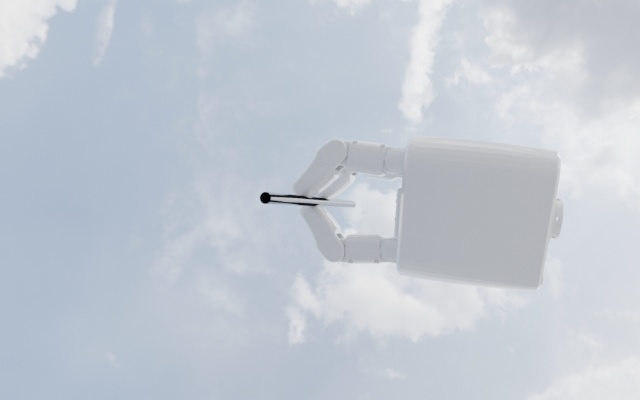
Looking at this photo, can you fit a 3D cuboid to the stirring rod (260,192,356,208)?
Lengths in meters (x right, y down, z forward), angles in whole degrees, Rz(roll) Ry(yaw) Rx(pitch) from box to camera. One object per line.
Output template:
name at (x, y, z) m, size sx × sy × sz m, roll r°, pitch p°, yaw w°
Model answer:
stirring rod at (0.000, 0.001, 0.427) m, size 0.011 × 0.011 × 0.239 m, roll 0°, pitch -1°, yaw 17°
